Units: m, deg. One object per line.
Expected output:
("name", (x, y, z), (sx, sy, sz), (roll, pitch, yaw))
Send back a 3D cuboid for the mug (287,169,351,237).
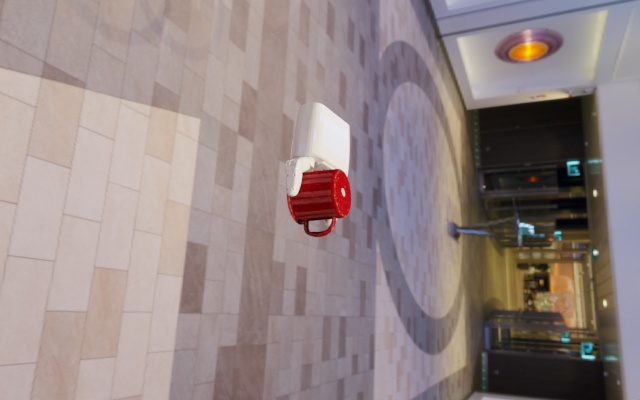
("mug", (0.000, 0.004, 0.786), (0.081, 0.117, 0.093), (-5, -21, 23))
